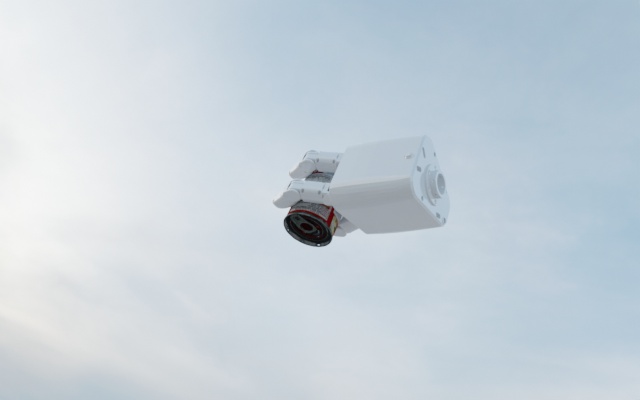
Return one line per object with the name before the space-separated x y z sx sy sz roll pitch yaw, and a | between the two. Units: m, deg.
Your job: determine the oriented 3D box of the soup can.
soup can | 0.000 0.002 0.644 0.068 0.102 0.069 15 -37 12
